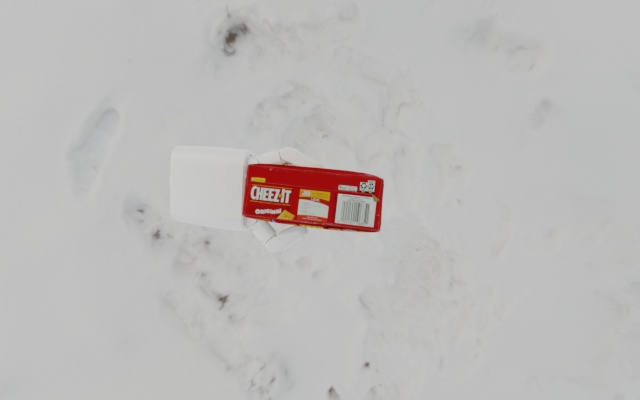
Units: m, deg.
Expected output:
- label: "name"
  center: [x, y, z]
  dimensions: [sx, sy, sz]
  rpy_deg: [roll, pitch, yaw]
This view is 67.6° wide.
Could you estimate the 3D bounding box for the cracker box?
- label: "cracker box"
  center: [0.000, 0.002, 0.653]
  dimensions: [0.164, 0.072, 0.214]
  rpy_deg: [6, -3, 6]
